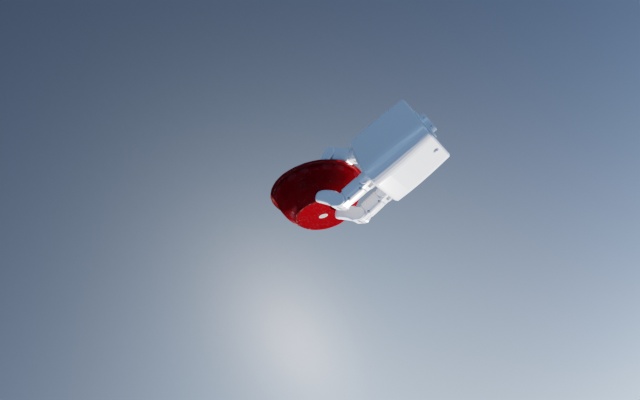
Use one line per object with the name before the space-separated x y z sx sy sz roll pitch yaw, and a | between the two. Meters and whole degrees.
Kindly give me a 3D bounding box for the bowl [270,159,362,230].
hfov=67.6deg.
bowl | -0.001 0.004 0.795 0.162 0.055 0.162 -9 -33 -6
